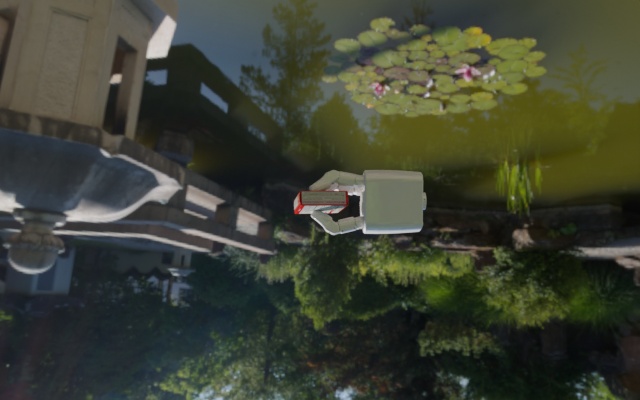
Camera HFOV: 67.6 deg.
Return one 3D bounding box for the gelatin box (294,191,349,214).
[{"bbox_3d":[0.000,0.003,0.876,0.089,0.030,0.073,-1,-12,-12],"label":"gelatin box"}]
